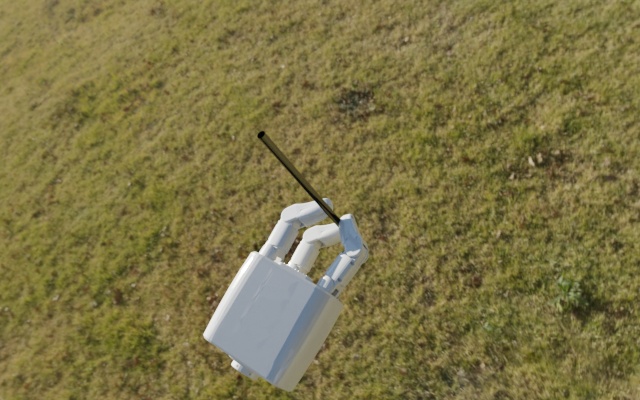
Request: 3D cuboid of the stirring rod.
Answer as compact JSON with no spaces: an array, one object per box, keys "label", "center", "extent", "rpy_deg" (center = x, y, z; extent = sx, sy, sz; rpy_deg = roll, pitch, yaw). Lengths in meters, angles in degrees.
[{"label":"stirring rod","center":[0.000,0.002,0.511],"extent":[0.011,0.011,0.240],"rpy_deg":[0,-30,30]}]
